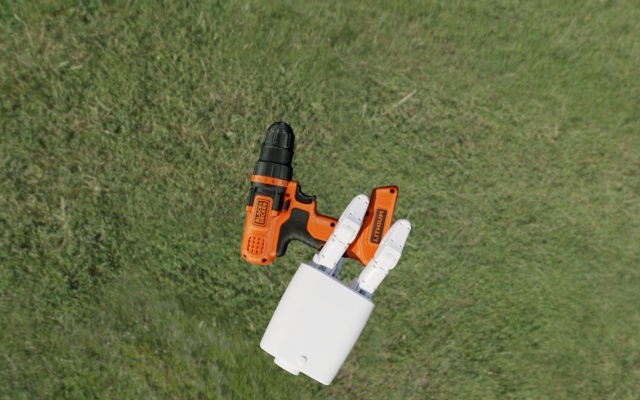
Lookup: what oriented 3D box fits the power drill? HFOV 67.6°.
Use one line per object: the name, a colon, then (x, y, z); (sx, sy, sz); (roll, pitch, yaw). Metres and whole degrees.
power drill: (0.000, 0.002, 0.604); (0.187, 0.184, 0.057); (11, 1, 10)
